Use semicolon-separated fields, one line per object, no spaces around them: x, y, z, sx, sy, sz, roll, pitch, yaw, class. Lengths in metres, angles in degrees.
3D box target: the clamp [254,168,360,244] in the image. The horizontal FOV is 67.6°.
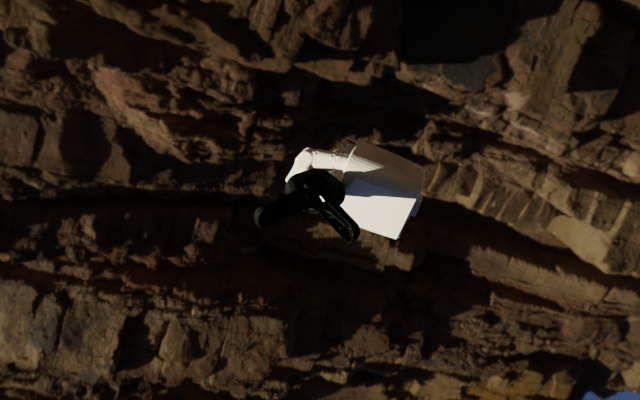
0.000;0.002;0.599;0.120;0.039;0.171;19;29;6;clamp
